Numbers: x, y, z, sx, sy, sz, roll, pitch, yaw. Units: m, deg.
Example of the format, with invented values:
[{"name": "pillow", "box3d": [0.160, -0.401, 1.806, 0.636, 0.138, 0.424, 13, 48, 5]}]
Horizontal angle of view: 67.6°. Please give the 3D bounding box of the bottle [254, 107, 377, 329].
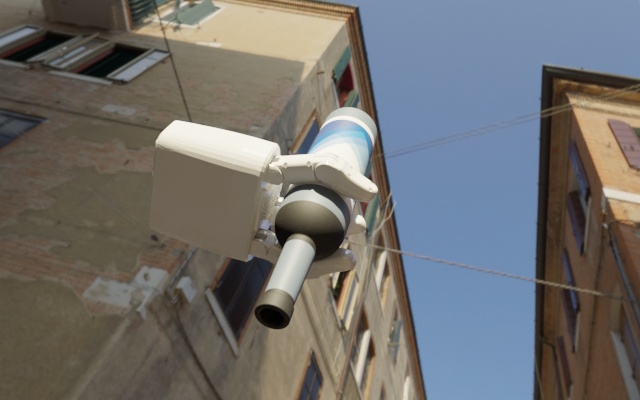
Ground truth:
[{"name": "bottle", "box3d": [0.000, 0.001, 0.464, 0.069, 0.069, 0.295, 0, 35, 17]}]
